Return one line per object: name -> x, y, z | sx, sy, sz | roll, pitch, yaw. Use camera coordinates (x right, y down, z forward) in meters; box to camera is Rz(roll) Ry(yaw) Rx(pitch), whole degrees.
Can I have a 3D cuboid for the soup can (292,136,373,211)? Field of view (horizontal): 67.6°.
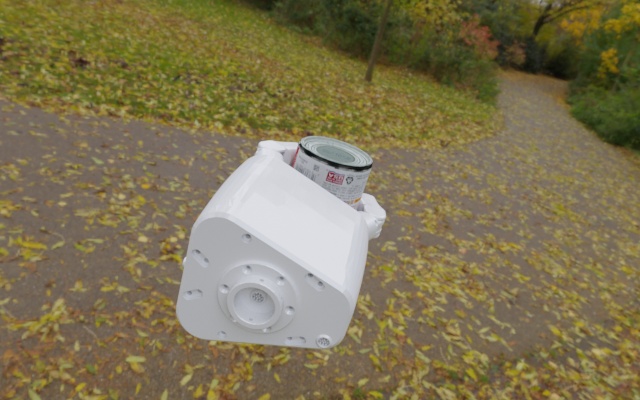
soup can -> 0.000, 0.001, 0.430 | 0.068, 0.102, 0.068 | 14, 23, -6
